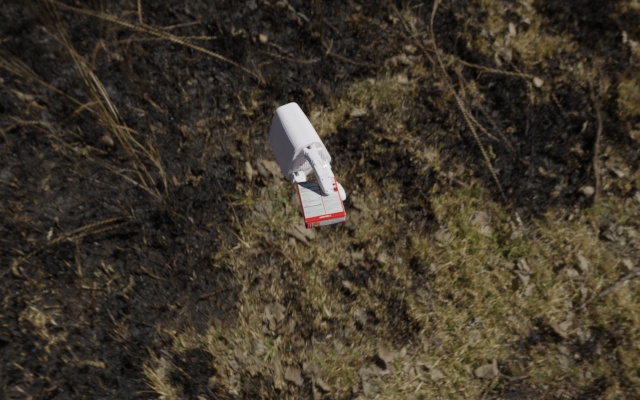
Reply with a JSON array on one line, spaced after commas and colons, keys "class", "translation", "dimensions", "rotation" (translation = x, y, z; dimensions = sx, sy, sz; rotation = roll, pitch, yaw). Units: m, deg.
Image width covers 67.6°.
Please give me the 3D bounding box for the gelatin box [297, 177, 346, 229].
[{"class": "gelatin box", "translation": [0.000, 0.003, 0.872], "dimensions": [0.073, 0.089, 0.030], "rotation": [-10, -32, -7]}]
